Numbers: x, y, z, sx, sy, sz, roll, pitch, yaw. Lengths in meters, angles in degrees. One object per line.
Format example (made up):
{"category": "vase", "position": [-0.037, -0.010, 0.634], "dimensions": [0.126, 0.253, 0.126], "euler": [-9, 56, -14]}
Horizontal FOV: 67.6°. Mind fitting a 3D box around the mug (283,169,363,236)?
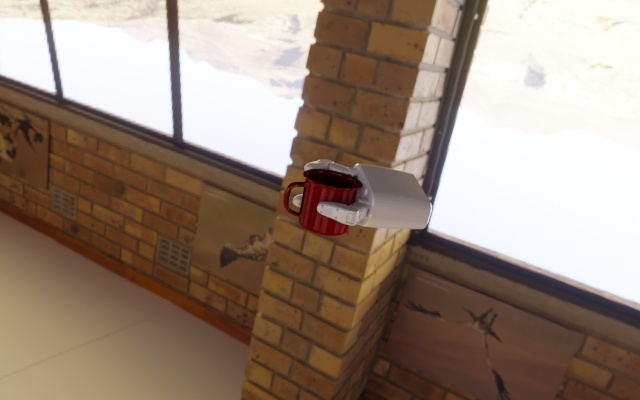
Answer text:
{"category": "mug", "position": [-0.001, 0.003, 0.740], "dimensions": [0.117, 0.081, 0.093], "euler": [6, 20, -18]}
